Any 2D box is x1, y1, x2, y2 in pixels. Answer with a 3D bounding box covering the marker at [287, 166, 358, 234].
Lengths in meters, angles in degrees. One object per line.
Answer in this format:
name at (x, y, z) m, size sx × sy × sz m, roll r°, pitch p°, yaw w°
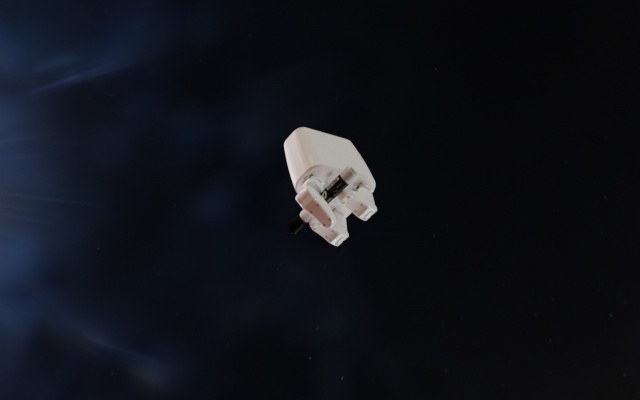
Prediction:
marker at (0.000, 0.002, 0.614) m, size 0.121 × 0.020 × 0.020 m, roll -44°, pitch -19°, yaw 21°
